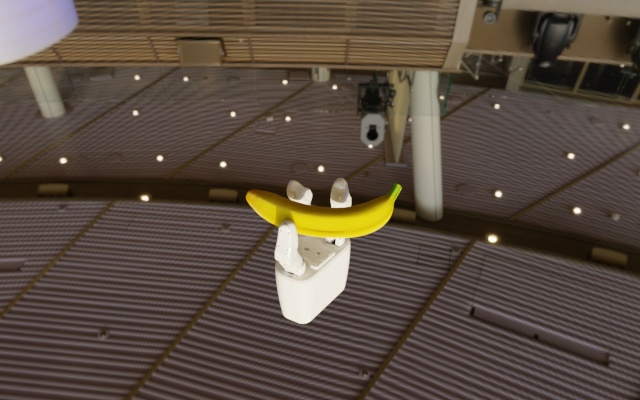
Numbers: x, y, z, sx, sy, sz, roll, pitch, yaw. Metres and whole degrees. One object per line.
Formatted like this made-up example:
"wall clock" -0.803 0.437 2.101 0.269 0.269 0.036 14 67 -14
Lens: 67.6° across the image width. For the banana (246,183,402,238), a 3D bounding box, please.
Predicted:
"banana" 0.003 0.016 0.594 0.198 0.069 0.037 -1 -43 1
